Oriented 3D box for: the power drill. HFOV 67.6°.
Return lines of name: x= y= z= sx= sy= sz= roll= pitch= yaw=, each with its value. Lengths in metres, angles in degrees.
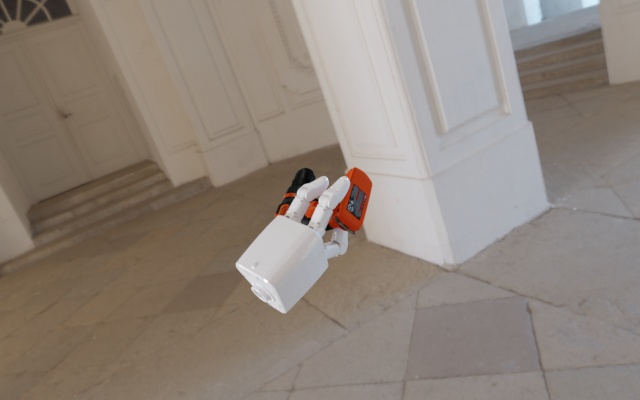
power drill: x=0.000 y=0.003 z=0.833 sx=0.057 sy=0.184 sz=0.188 roll=36 pitch=-36 yaw=-31
